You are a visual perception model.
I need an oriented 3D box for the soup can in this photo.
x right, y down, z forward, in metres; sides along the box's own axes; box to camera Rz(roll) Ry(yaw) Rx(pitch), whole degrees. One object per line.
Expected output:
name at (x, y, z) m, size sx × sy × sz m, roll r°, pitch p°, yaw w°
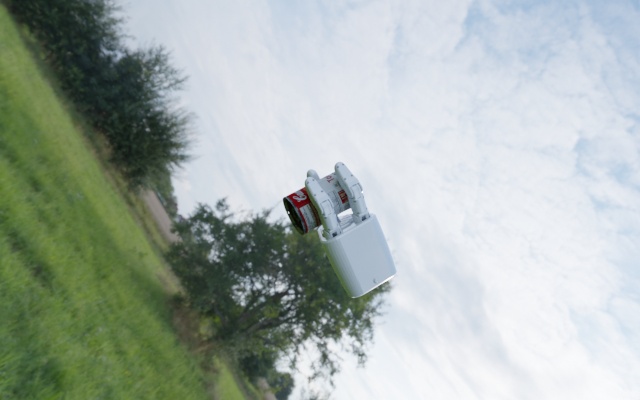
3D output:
soup can at (0.000, 0.002, 0.765) m, size 0.102 × 0.068 × 0.068 m, roll -28°, pitch 8°, yaw -16°
